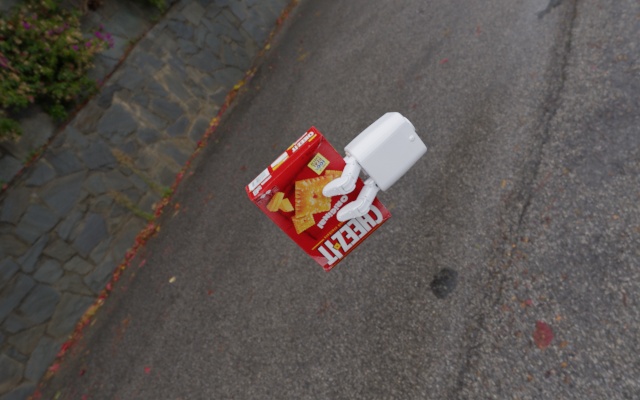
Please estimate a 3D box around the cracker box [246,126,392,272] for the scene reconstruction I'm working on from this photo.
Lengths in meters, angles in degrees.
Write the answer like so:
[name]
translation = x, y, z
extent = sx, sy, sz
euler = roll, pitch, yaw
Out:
[cracker box]
translation = 0.000, 0.003, 0.854
extent = 0.214, 0.164, 0.072
euler = 46, 4, -27
